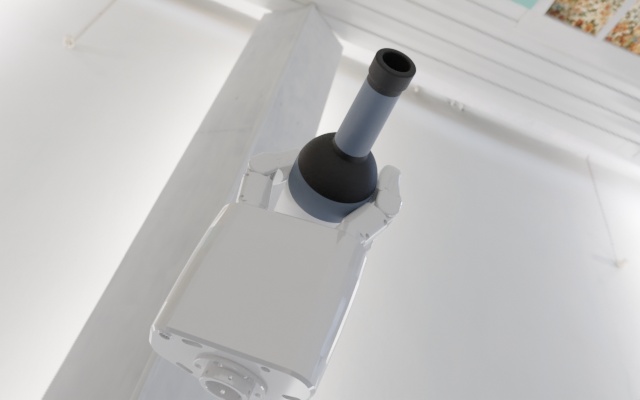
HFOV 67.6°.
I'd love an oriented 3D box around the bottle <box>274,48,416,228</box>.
[{"bbox_3d":[0.000,0.001,0.401,0.069,0.069,0.296,0,-36,-23],"label":"bottle"}]
